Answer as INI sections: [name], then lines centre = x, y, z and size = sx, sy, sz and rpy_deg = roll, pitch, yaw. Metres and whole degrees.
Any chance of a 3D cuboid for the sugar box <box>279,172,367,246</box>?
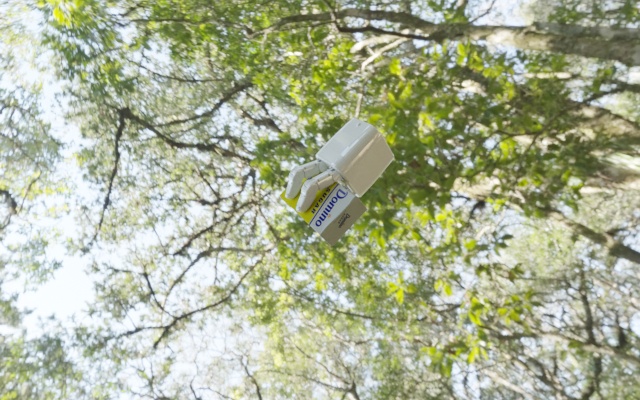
[sugar box]
centre = 0.000, 0.002, 0.883
size = 0.048, 0.093, 0.176
rpy_deg = 45, -4, -35
